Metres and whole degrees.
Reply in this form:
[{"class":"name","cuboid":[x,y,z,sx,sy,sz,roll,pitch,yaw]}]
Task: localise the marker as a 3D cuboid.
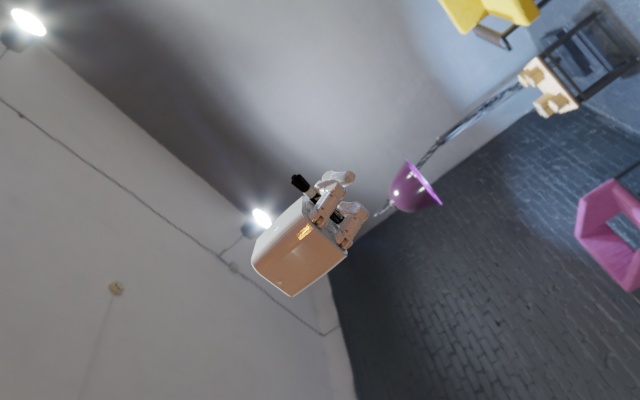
[{"class":"marker","cuboid":[0.000,0.002,0.705,0.121,0.020,0.020,43,-24,-29]}]
